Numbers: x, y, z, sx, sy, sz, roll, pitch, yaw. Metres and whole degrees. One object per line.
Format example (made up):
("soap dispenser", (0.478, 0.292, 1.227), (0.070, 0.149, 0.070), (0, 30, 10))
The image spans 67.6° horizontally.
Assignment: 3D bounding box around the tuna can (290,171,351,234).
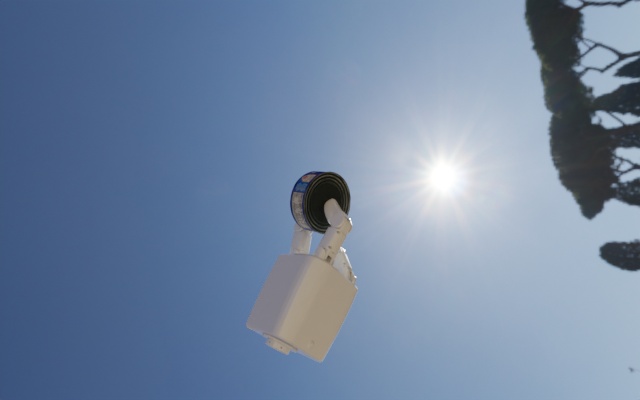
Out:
("tuna can", (0.000, 0.002, 0.660), (0.086, 0.086, 0.034), (0, 5, -42))
